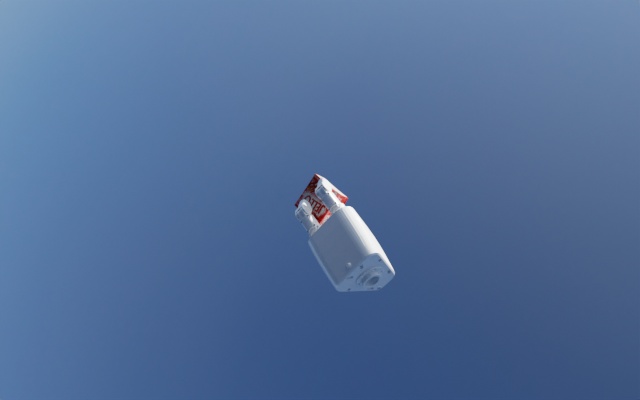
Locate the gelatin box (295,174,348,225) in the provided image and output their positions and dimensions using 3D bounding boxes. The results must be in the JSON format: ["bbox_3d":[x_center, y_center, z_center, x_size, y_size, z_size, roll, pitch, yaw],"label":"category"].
[{"bbox_3d":[0.000,0.003,0.875,0.030,0.073,0.089,26,11,-41],"label":"gelatin box"}]
